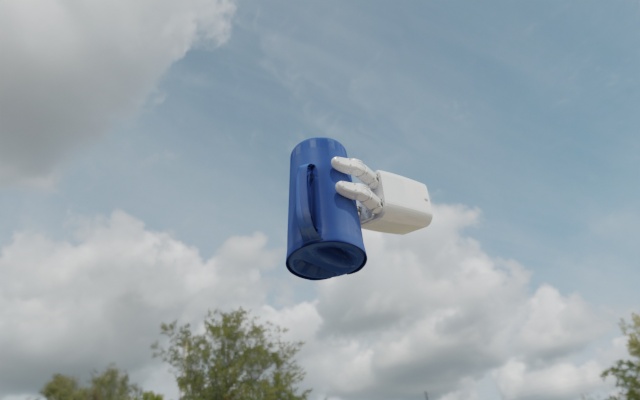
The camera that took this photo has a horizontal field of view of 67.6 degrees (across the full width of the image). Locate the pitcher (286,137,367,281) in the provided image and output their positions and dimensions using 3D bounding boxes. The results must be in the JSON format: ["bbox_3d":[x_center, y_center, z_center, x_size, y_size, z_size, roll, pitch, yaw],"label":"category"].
[{"bbox_3d":[0.000,0.003,0.832,0.145,0.242,0.149,11,-38,-21],"label":"pitcher"}]
